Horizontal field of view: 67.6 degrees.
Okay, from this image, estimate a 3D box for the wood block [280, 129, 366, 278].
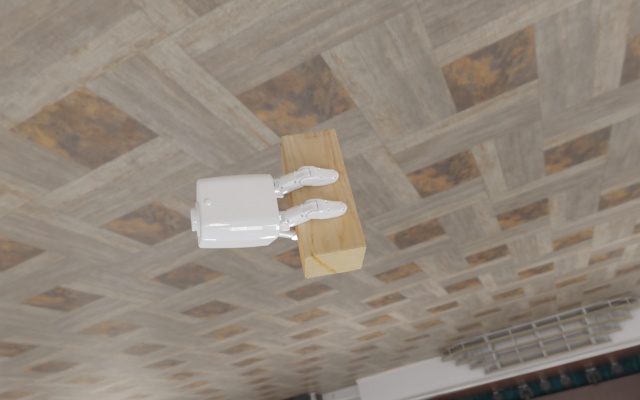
[{"bbox_3d":[0.000,0.003,0.737,0.090,0.206,0.091,-9,-28,-7],"label":"wood block"}]
